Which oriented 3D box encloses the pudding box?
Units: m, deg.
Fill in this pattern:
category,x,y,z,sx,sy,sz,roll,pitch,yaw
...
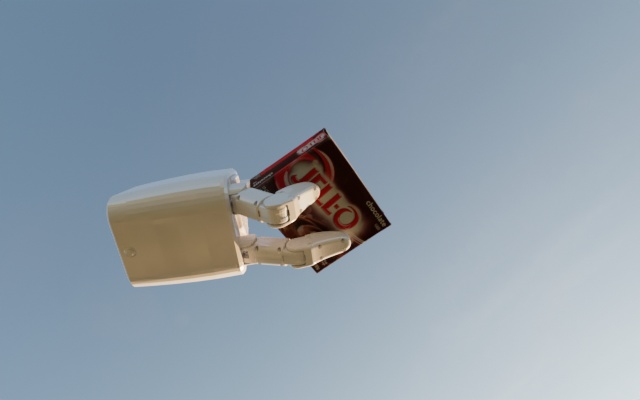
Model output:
category,x,y,z,sx,sy,sz,roll,pitch,yaw
pudding box,0.000,0.001,0.458,0.090,0.113,0.039,-34,26,9
